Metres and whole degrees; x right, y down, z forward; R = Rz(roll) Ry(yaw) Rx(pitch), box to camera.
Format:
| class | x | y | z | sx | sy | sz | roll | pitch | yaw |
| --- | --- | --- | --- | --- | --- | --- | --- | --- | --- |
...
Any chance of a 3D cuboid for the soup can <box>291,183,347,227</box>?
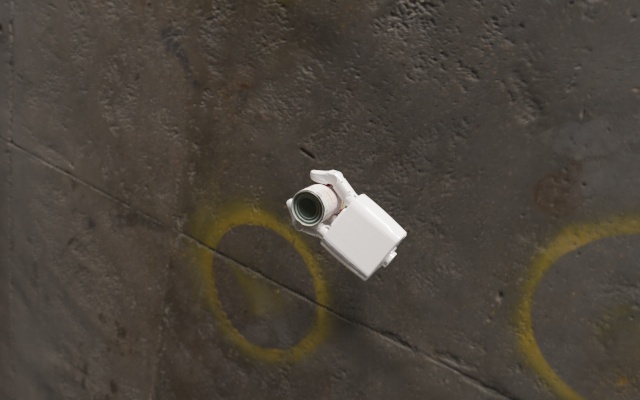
| class | x | y | z | sx | sy | sz | roll | pitch | yaw |
| --- | --- | --- | --- | --- | --- | --- | --- | --- | --- |
| soup can | 0.000 | 0.002 | 0.867 | 0.068 | 0.068 | 0.102 | 0 | 13 | 29 |
